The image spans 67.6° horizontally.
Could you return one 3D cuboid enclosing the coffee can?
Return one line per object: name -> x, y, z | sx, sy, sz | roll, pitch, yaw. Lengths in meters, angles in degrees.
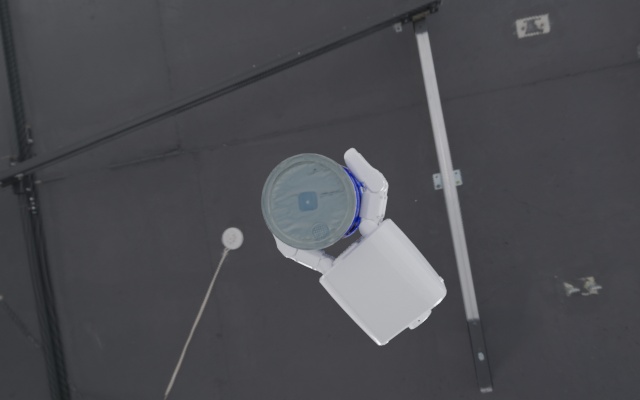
coffee can -> 0.000, 0.002, 0.570 | 0.103, 0.103, 0.140 | 0, 0, 11
